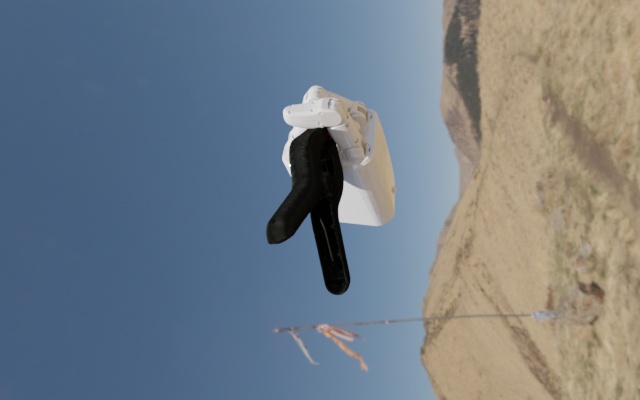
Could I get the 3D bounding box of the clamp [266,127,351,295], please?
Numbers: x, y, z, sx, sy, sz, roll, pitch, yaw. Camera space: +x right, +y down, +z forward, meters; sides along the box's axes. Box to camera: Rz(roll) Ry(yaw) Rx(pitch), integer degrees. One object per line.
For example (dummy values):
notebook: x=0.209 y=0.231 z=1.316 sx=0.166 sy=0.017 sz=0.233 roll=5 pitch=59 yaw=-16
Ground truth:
clamp: x=-0.001 y=0.001 z=0.454 sx=0.039 sy=0.171 sz=0.120 roll=-8 pitch=-44 yaw=22
